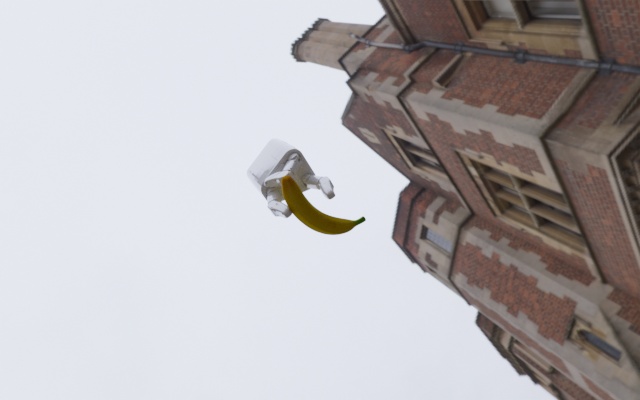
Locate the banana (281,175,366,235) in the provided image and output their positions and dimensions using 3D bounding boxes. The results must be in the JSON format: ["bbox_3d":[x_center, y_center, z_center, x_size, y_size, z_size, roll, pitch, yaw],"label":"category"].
[{"bbox_3d":[-0.007,0.020,0.879,0.198,0.069,0.037,27,7,-34],"label":"banana"}]
